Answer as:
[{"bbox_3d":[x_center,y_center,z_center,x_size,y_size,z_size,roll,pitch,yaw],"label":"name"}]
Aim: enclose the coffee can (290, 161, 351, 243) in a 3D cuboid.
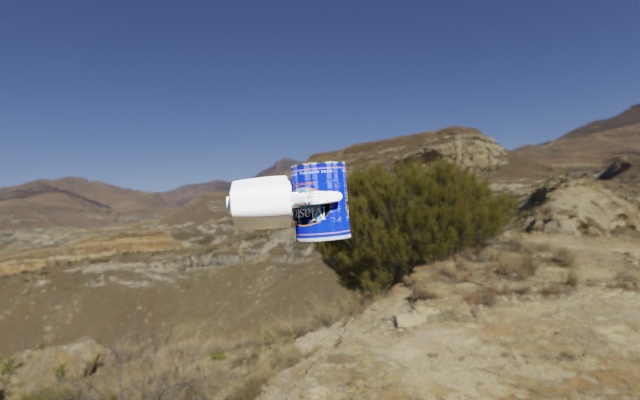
[{"bbox_3d":[0.000,0.003,0.885,0.103,0.140,0.103,-4,-1,0],"label":"coffee can"}]
